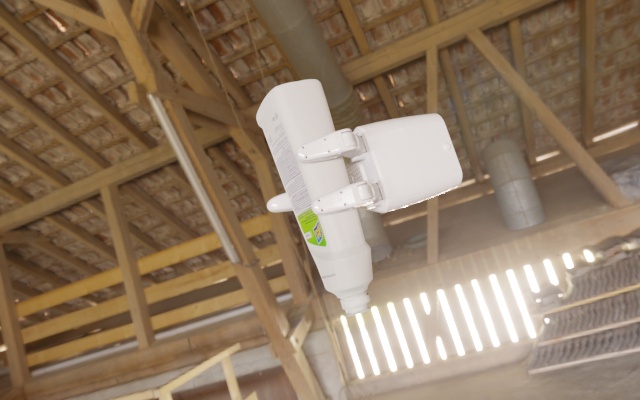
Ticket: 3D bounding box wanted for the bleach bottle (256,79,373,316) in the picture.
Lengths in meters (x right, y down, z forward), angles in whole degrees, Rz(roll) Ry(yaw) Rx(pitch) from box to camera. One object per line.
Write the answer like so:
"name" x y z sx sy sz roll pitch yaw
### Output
"bleach bottle" 0.000 0.002 0.528 0.068 0.251 0.102 -15 -6 -20
